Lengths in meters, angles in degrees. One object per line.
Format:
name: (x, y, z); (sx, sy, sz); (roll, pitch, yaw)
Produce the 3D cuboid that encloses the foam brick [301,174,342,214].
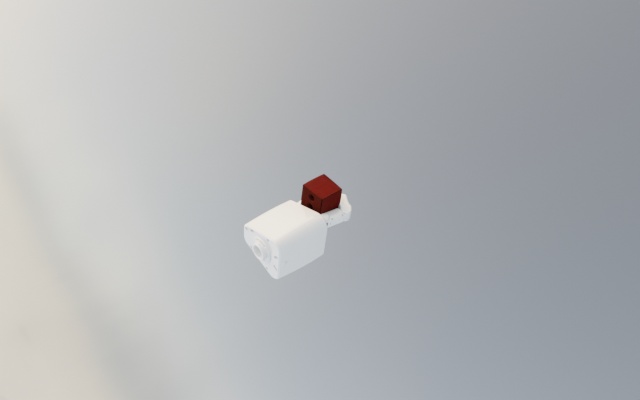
foam brick: (0.000, 0.003, 0.872); (0.051, 0.078, 0.053); (-26, 51, -33)
